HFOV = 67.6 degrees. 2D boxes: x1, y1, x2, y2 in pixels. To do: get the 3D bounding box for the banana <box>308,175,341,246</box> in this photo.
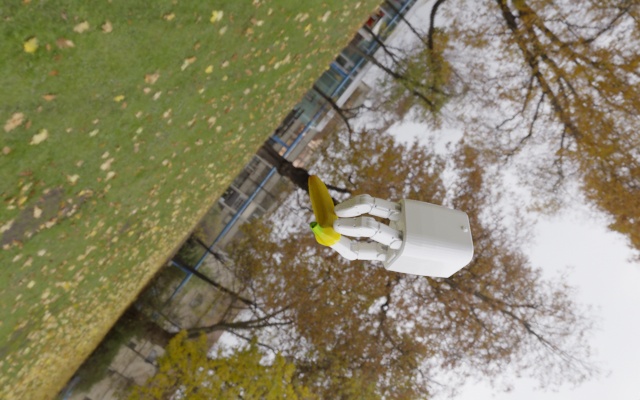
[{"bbox_3d":[0.006,0.020,0.743,0.037,0.070,0.197,-17,23,4],"label":"banana"}]
